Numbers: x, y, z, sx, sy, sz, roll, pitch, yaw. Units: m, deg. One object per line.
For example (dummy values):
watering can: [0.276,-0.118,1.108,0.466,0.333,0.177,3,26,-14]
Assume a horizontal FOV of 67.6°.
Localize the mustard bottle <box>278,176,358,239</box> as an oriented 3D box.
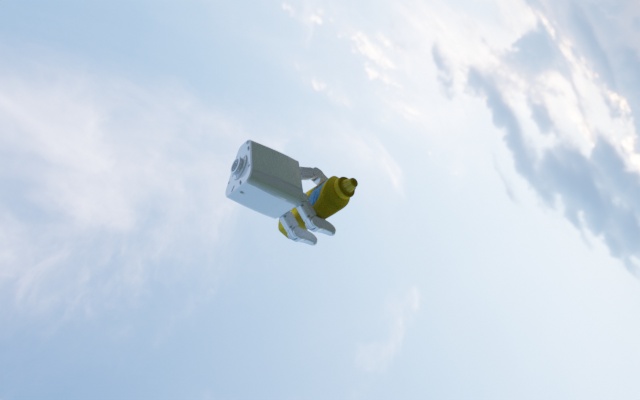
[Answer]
mustard bottle: [0.000,0.003,0.898,0.192,0.058,0.096,-32,20,44]
